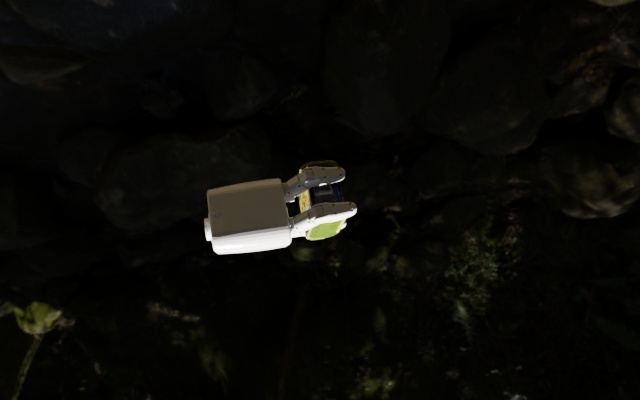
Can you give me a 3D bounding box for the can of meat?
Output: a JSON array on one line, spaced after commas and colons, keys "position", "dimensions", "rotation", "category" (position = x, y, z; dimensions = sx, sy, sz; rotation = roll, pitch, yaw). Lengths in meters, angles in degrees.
[{"position": [0.000, 0.003, 0.710], "dimensions": [0.057, 0.084, 0.102], "rotation": [-6, -24, -13], "category": "can of meat"}]
